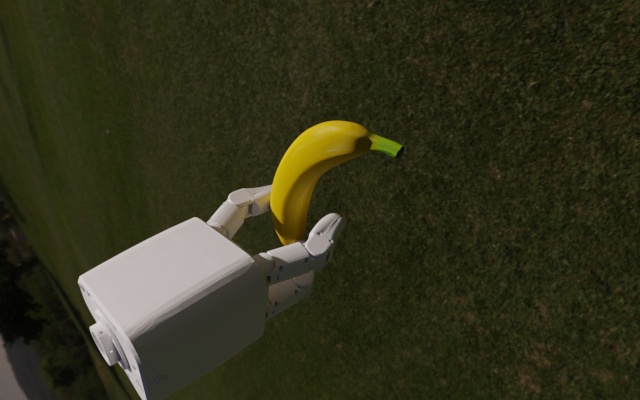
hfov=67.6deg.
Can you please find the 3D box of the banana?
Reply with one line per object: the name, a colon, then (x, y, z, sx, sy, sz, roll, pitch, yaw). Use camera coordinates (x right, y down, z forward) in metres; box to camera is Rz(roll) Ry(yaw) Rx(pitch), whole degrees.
banana: (-0.009, -0.015, 0.423, 0.037, 0.069, 0.198, -32, -7, -37)
